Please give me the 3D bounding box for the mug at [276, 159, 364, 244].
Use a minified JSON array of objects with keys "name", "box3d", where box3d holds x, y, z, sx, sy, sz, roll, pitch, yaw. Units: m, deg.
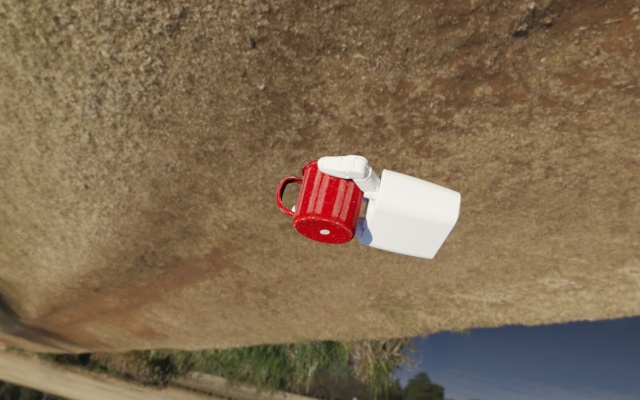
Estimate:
[{"name":"mug","box3d":[-0.001,0.002,0.621,0.117,0.081,0.093,14,-26,0]}]
